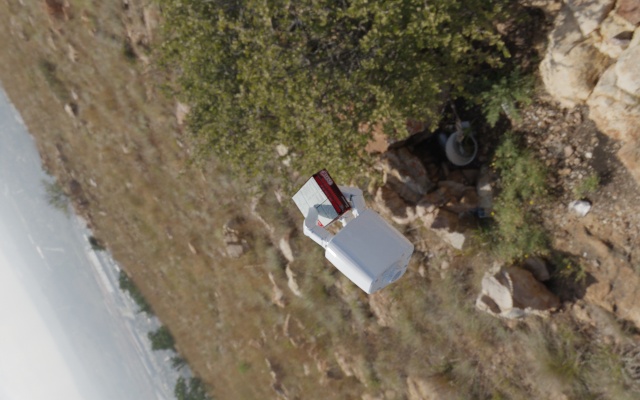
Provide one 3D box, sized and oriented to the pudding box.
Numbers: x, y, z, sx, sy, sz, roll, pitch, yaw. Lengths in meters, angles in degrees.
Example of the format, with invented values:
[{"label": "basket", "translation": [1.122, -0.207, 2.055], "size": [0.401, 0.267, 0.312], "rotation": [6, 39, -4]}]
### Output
[{"label": "pudding box", "translation": [0.000, 0.003, 0.897], "size": [0.039, 0.090, 0.113], "rotation": [-29, -7, -33]}]
